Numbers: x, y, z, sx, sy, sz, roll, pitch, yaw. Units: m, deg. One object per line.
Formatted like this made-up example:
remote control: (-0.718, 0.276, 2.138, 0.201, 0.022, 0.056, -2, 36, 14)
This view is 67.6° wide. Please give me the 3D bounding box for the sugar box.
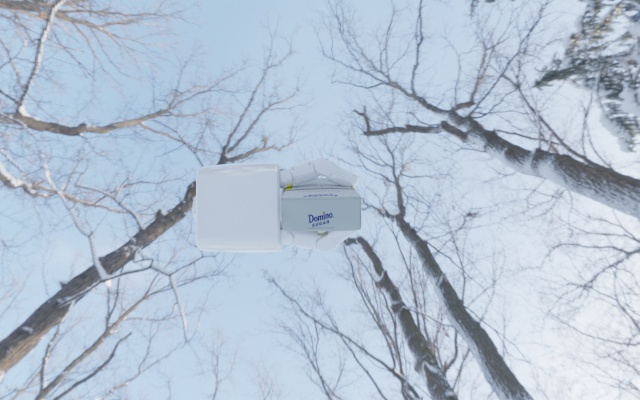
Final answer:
sugar box: (0.000, 0.003, 0.624, 0.093, 0.048, 0.176, -1, 12, 0)
